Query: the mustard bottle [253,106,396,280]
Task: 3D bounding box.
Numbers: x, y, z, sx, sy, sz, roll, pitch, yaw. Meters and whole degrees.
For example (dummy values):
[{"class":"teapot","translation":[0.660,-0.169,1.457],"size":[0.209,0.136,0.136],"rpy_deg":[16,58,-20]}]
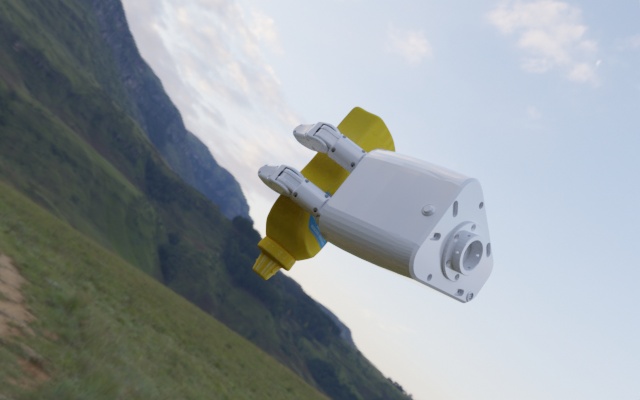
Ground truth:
[{"class":"mustard bottle","translation":[0.000,0.001,0.488],"size":[0.058,0.191,0.096],"rpy_deg":[33,-15,25]}]
